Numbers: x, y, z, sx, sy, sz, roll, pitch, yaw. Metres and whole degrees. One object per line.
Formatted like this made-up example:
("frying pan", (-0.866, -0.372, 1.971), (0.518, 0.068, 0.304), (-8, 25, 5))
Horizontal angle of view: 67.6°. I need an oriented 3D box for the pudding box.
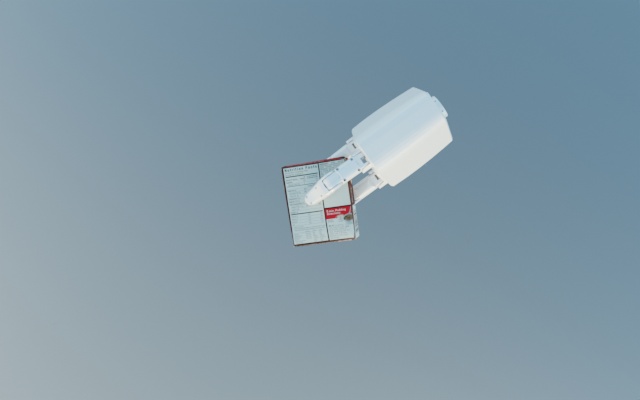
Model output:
("pudding box", (0.000, 0.002, 0.650), (0.090, 0.113, 0.039), (-8, 1, 10))
